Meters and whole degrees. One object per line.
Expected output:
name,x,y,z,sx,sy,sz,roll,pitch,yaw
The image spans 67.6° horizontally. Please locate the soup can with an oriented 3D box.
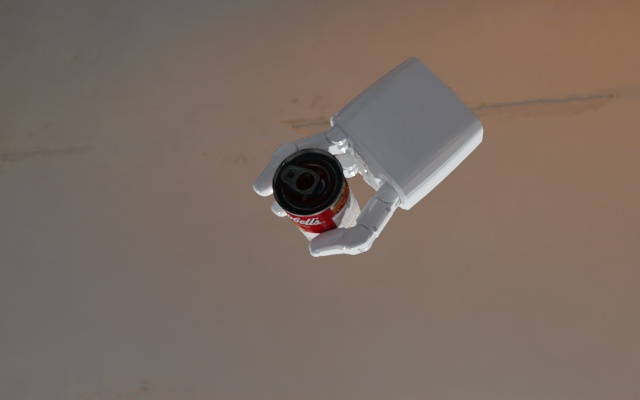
soup can,0.000,0.002,0.476,0.068,0.068,0.102,0,-23,15
